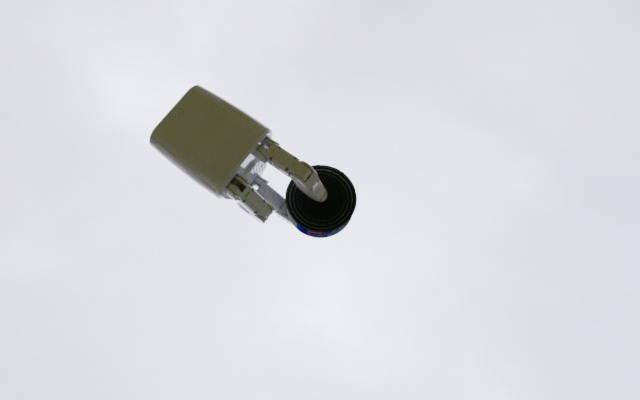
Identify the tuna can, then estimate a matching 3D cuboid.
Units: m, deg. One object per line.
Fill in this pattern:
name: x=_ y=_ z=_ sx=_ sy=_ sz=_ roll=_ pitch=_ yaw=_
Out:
tuna can: x=0.000 y=0.002 z=0.585 sx=0.086 sy=0.086 sz=0.034 roll=0 pitch=-19 yaw=-3
